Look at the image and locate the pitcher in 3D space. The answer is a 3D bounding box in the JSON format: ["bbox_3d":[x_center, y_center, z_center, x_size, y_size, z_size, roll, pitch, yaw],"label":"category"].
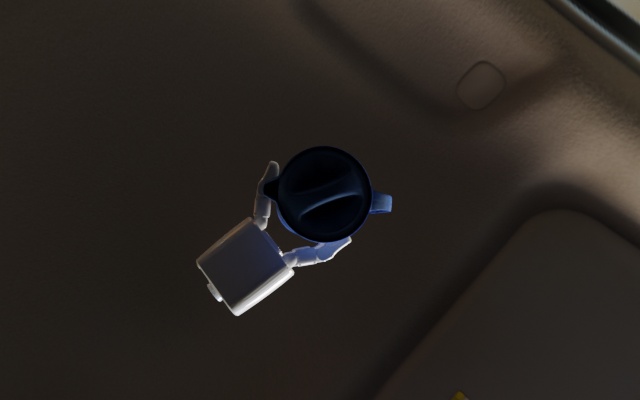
[{"bbox_3d":[0.000,0.003,0.763,0.145,0.149,0.243,-41,2,-9],"label":"pitcher"}]
